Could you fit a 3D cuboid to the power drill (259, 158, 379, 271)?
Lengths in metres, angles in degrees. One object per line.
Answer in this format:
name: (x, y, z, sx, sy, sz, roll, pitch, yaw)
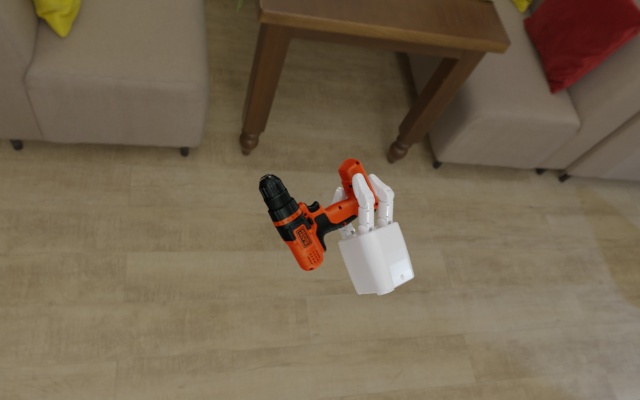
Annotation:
power drill: (0.001, 0.003, 0.834, 0.187, 0.184, 0.057, -34, 20, -21)
